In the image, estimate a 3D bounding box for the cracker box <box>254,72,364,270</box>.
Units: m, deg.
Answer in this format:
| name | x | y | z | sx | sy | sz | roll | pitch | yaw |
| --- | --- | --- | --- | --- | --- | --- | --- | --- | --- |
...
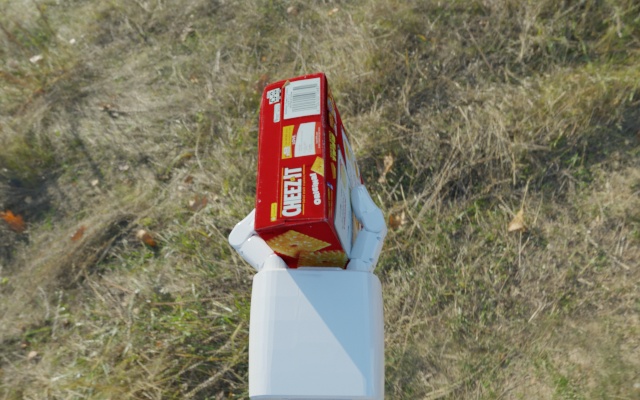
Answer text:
| name | x | y | z | sx | sy | sz | roll | pitch | yaw |
| --- | --- | --- | --- | --- | --- | --- | --- | --- | --- |
| cracker box | 0.000 | 0.002 | 0.507 | 0.072 | 0.164 | 0.214 | -8 | -30 | 12 |
